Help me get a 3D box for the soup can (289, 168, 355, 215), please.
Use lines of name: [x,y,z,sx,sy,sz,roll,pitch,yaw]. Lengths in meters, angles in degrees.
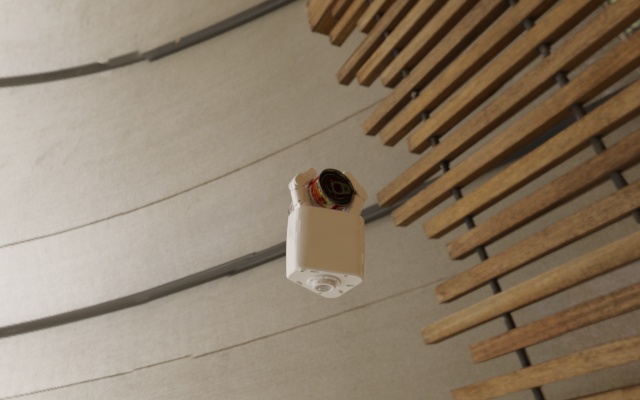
soup can: [0.000,0.002,0.787,0.068,0.068,0.102,0,-29,-37]
